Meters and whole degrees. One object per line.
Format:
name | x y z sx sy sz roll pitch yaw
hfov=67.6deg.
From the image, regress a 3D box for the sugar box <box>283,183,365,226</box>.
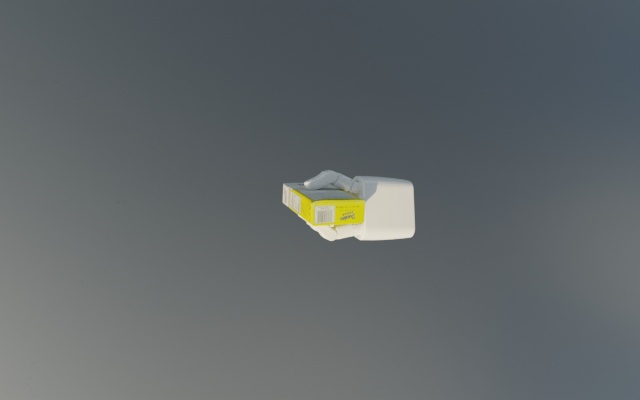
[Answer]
sugar box | 0.000 0.003 0.840 0.093 0.048 0.176 -1 10 -19
